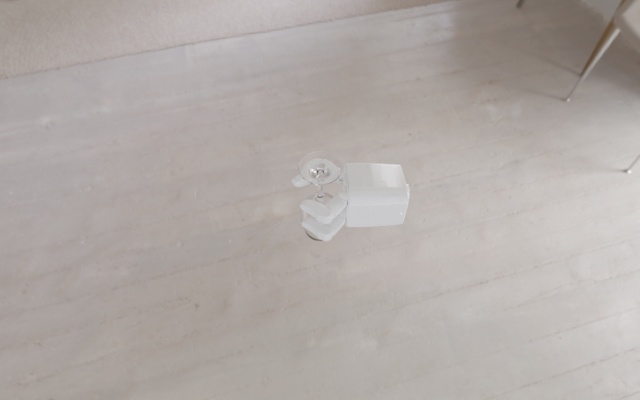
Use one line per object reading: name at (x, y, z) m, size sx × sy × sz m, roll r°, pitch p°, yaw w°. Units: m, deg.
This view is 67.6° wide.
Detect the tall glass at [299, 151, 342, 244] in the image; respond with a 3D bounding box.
tall glass at (0.000, 0.002, 0.886) m, size 0.079 × 0.079 × 0.201 m, roll 0°, pitch -36°, yaw 0°
